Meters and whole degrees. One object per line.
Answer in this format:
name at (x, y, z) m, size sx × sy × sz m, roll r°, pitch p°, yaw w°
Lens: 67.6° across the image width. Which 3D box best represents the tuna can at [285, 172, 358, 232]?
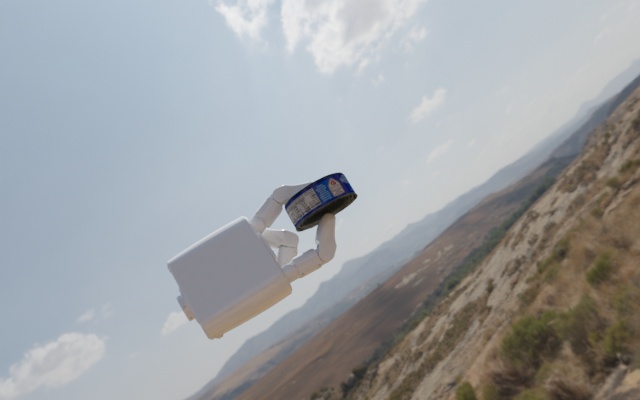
tuna can at (0.000, 0.001, 0.580) m, size 0.086 × 0.033 × 0.086 m, roll -29°, pitch -12°, yaw -7°
